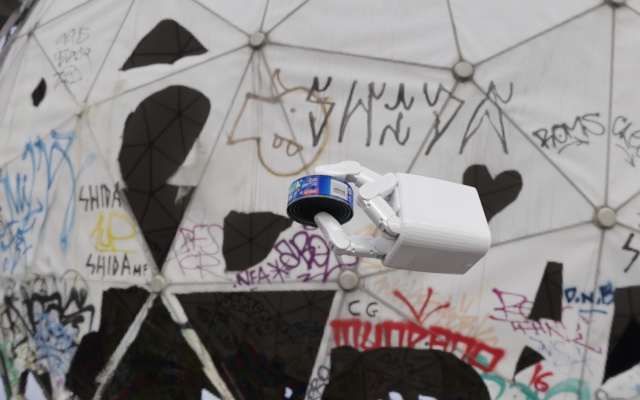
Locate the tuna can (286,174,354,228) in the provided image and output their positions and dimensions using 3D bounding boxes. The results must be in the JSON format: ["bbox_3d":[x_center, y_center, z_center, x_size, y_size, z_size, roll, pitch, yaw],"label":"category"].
[{"bbox_3d":[0.000,0.001,0.611,0.086,0.033,0.086,2,-28,1],"label":"tuna can"}]
